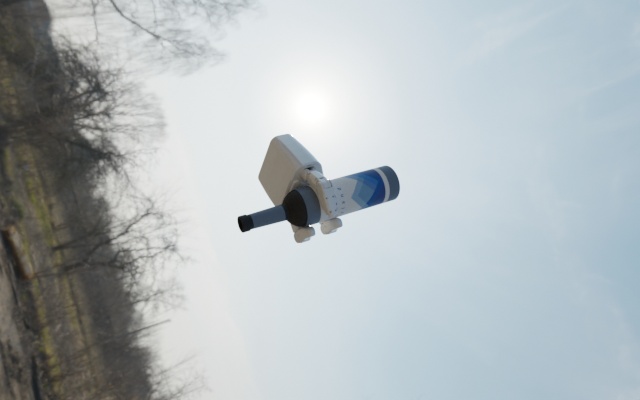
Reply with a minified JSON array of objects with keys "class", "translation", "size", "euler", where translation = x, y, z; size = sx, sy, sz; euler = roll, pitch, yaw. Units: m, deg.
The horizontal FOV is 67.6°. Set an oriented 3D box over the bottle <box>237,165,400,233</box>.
[{"class":"bottle","translation":[0.000,0.003,0.820],"size":[0.295,0.069,0.069],"euler":[-16,7,-26]}]
